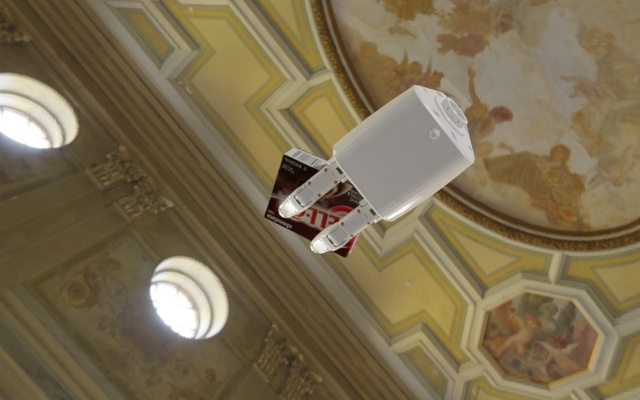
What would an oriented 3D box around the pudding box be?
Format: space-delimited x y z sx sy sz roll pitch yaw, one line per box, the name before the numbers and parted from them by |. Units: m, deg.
pudding box | 0.000 0.002 0.549 0.113 0.090 0.039 27 30 10
